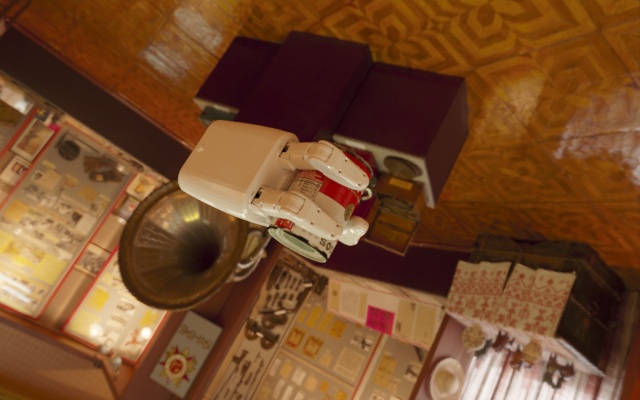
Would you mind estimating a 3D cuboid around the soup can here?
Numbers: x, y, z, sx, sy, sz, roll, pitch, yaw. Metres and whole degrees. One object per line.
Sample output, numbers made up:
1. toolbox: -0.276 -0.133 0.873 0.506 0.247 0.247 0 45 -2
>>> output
1. soup can: 0.000 0.002 0.478 0.068 0.102 0.068 26 -17 8
